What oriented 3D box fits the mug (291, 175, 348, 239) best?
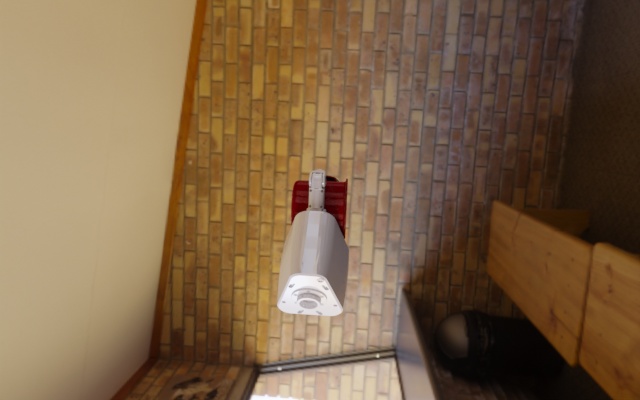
[{"bbox_3d":[0.000,0.001,0.739,0.081,0.117,0.093,3,-43,3],"label":"mug"}]
